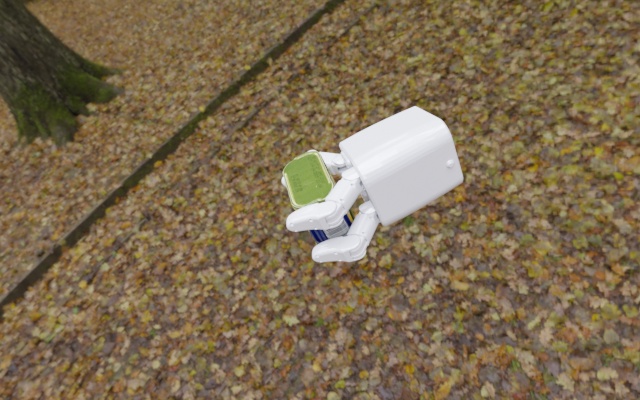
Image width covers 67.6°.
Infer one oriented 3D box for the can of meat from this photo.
[{"bbox_3d":[0.000,0.002,0.568,0.057,0.084,0.102,-27,39,4],"label":"can of meat"}]
